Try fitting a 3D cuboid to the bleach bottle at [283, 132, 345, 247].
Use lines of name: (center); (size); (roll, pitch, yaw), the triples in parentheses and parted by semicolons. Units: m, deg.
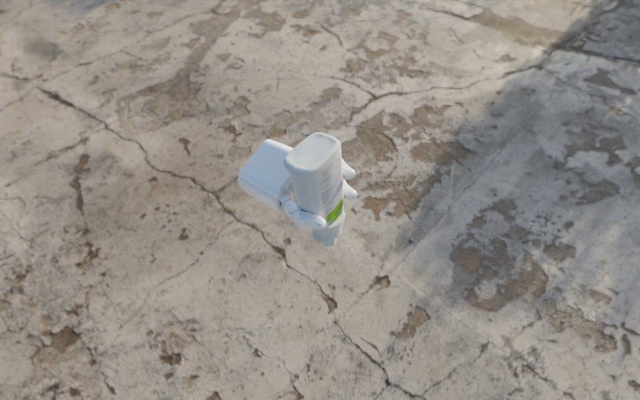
bleach bottle: (0.000, 0.003, 0.869); (0.068, 0.251, 0.102); (27, 56, 28)
